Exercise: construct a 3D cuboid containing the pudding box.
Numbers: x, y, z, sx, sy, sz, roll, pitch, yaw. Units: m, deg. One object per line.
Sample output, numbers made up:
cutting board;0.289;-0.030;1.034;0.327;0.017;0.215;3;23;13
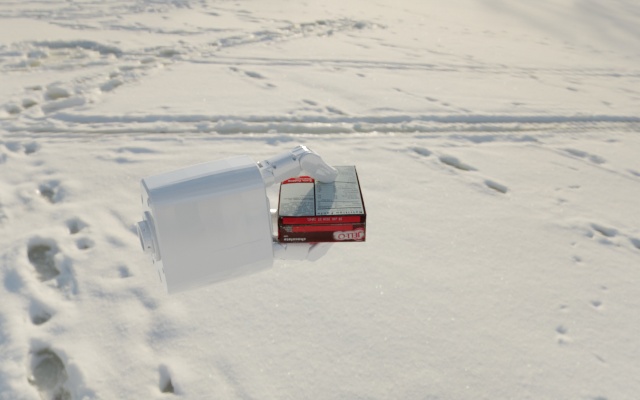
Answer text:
pudding box;0.000;0.002;0.519;0.090;0.039;0.113;0;33;-2
